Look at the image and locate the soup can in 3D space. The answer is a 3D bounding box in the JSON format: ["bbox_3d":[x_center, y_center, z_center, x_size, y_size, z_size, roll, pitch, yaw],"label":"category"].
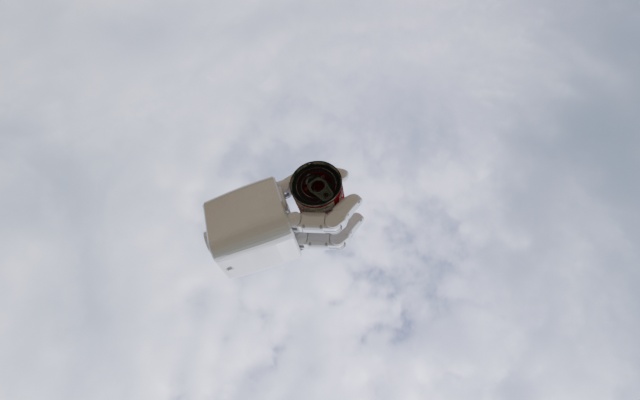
[{"bbox_3d":[0.001,0.002,0.650,0.068,0.068,0.102,0,-29,8],"label":"soup can"}]
